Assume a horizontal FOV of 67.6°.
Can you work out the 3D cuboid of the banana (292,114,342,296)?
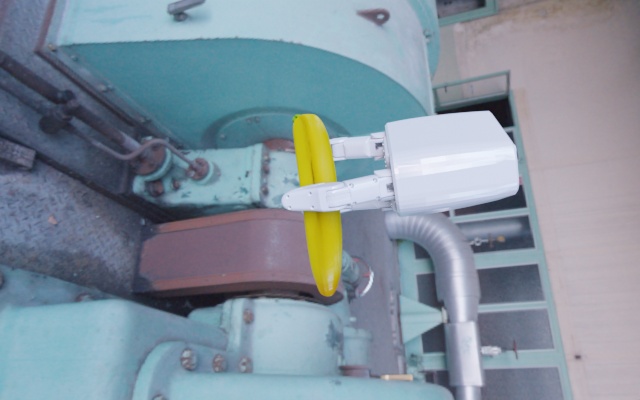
[{"bbox_3d":[-0.001,-0.006,0.472,0.037,0.197,0.070,-8,-12,0],"label":"banana"}]
